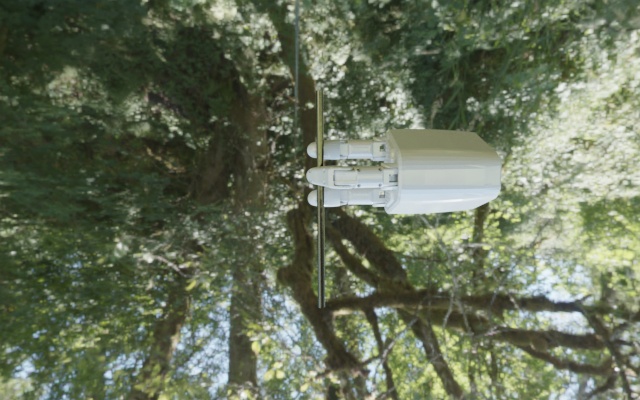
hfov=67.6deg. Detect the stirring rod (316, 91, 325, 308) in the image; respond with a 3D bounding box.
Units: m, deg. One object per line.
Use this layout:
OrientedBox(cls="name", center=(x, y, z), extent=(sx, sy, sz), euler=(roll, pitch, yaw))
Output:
OrientedBox(cls="stirring rod", center=(0.000, 0.002, 0.527), extent=(0.011, 0.239, 0.011), euler=(-1, 7, 0))
